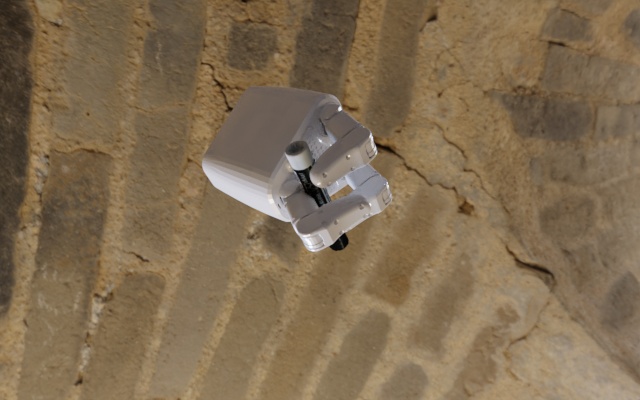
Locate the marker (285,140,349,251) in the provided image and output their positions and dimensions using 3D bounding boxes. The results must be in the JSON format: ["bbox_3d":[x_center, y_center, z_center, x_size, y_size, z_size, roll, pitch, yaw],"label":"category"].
[{"bbox_3d":[0.000,0.001,0.404,0.020,0.020,0.121,0,-43,26],"label":"marker"}]
